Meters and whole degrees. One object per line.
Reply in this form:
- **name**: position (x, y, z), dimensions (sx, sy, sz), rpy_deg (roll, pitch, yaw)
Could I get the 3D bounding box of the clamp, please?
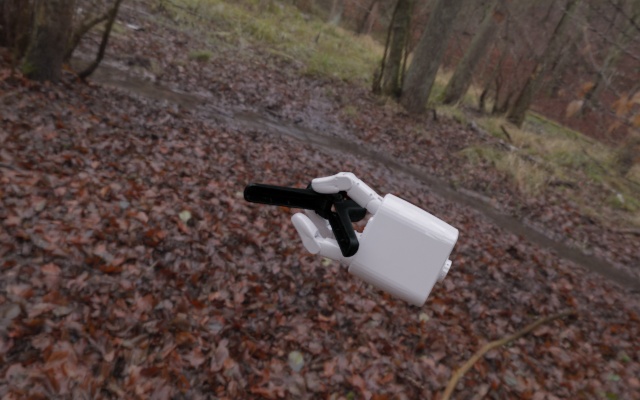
- **clamp**: position (0.001, 0.001, 0.665), dimensions (0.164, 0.036, 0.210), rpy_deg (27, 21, 10)
